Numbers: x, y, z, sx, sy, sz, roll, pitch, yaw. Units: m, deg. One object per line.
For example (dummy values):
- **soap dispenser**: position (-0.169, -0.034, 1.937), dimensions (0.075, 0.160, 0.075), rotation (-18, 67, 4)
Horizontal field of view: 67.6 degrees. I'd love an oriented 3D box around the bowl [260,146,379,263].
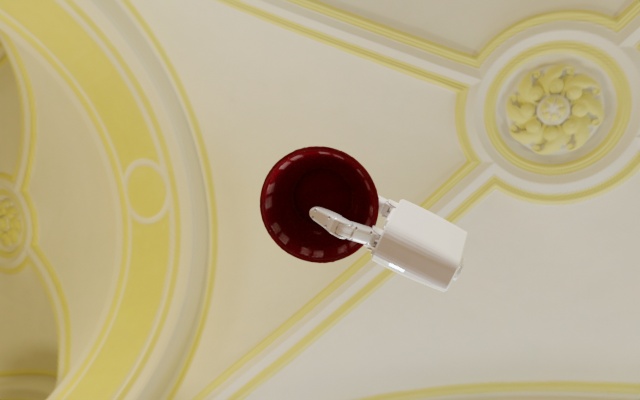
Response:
- **bowl**: position (-0.001, 0.001, 0.663), dimensions (0.162, 0.162, 0.055), rotation (0, 13, 6)
